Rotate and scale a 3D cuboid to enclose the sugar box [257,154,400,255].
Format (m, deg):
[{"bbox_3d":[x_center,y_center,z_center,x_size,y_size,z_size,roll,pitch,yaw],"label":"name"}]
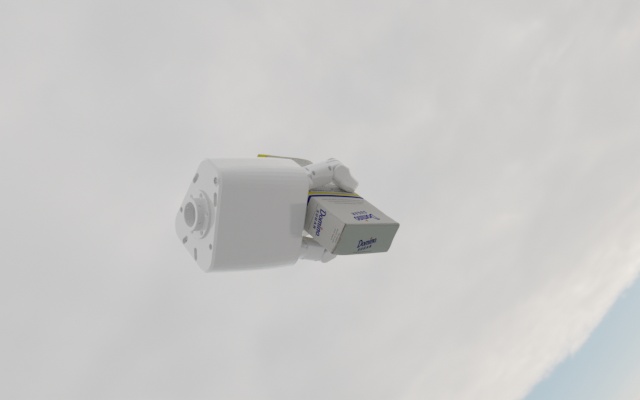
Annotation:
[{"bbox_3d":[0.000,0.002,0.574,0.093,0.048,0.176,3,28,-42],"label":"sugar box"}]
